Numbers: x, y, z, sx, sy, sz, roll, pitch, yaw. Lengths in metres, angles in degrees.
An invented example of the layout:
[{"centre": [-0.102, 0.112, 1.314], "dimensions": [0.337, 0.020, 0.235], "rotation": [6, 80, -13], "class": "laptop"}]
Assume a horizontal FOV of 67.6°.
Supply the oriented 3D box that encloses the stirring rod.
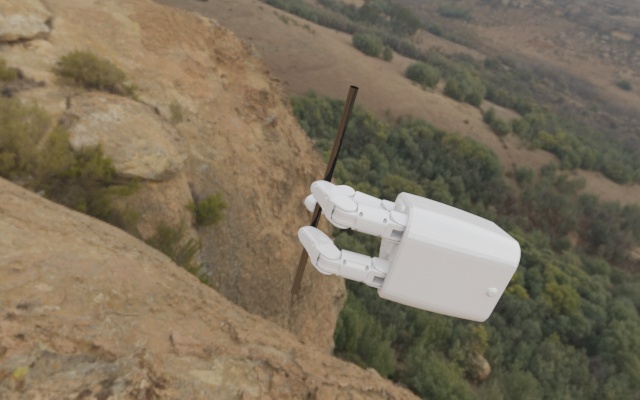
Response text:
[{"centre": [0.000, 0.002, 0.478], "dimensions": [0.011, 0.240, 0.011], "rotation": [12, 29, -7], "class": "stirring rod"}]
